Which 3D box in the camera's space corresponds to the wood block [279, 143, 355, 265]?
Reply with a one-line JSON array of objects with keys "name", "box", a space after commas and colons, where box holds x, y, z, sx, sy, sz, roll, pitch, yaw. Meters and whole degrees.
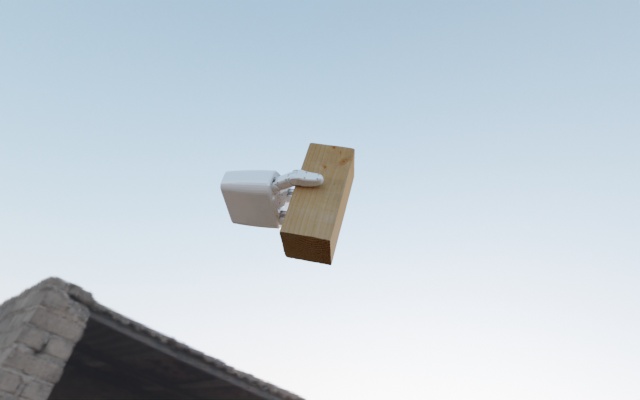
[{"name": "wood block", "box": [0.000, 0.003, 0.883, 0.090, 0.206, 0.091, 9, -34, 11]}]
